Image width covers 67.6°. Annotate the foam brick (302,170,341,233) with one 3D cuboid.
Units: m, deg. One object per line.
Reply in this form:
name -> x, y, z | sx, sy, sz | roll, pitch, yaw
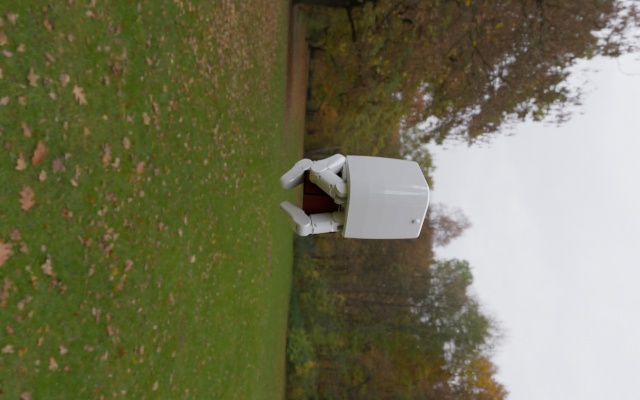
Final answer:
foam brick -> 0.000, 0.002, 0.681 | 0.051, 0.053, 0.078 | 3, -45, -2
